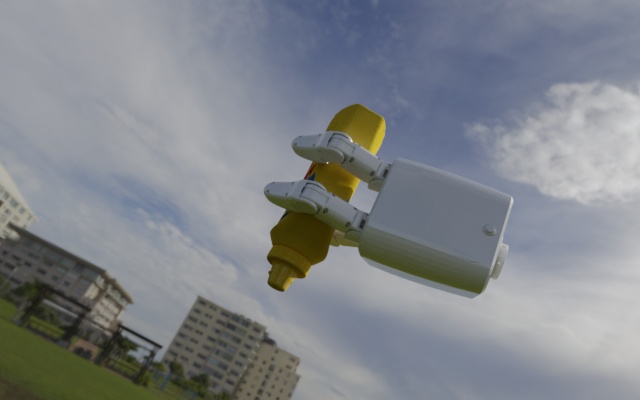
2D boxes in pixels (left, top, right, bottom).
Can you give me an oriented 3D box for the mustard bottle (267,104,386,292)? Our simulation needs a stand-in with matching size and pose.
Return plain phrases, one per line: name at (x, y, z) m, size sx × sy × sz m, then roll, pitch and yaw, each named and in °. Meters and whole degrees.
mustard bottle at (0.000, 0.001, 0.468) m, size 0.058 × 0.191 × 0.096 m, roll 30°, pitch -25°, yaw -6°
